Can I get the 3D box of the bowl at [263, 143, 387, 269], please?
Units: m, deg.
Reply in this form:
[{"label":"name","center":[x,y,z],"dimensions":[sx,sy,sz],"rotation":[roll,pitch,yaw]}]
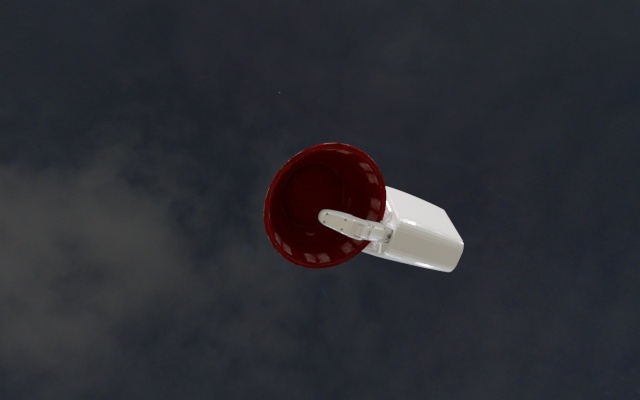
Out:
[{"label":"bowl","center":[-0.001,0.001,0.603],"dimensions":[0.162,0.162,0.055],"rotation":[0,18,-22]}]
